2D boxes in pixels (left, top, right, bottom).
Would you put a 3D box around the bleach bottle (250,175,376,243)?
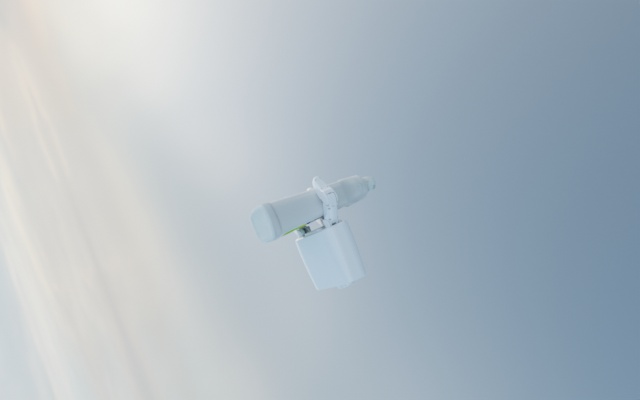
[{"bbox_3d":[0.000,0.003,0.890,0.251,0.068,0.102,-21,-2,-26],"label":"bleach bottle"}]
